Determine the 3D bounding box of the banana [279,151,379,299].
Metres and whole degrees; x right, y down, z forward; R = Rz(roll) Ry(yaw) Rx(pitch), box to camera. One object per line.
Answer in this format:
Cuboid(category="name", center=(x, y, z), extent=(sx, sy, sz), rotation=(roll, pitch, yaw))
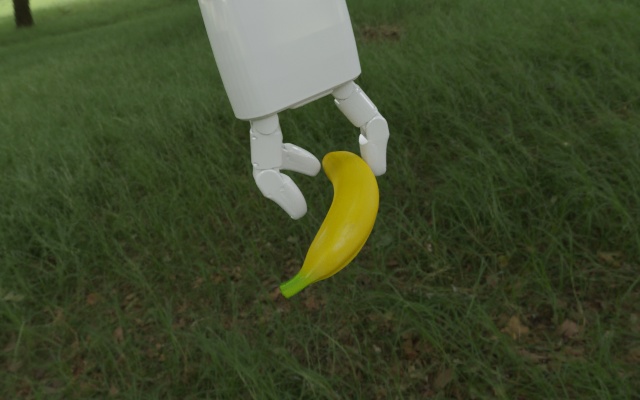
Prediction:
Cuboid(category="banana", center=(0.017, 0.000, 0.405), extent=(0.069, 0.037, 0.197), rotation=(-10, 30, 19))
